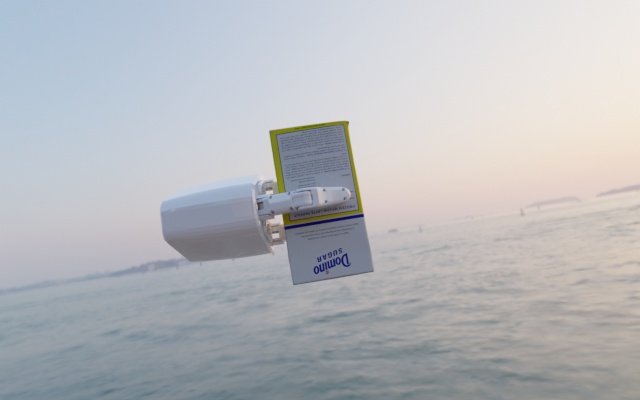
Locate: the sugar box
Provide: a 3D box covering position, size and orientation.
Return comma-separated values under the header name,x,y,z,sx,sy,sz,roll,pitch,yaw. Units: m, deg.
name,x,y,z,sx,sy,sz,roll,pitch,yaw
sugar box,0.000,0.002,0.548,0.093,0.176,0.048,-8,-5,-2
